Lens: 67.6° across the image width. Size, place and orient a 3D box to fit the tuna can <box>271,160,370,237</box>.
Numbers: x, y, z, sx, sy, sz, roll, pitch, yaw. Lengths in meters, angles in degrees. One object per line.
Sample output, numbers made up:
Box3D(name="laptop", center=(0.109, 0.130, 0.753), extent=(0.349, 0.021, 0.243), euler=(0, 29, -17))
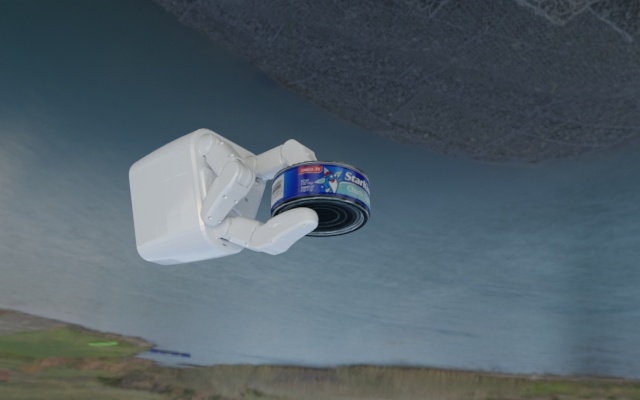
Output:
Box3D(name="tuna can", center=(0.000, 0.002, 0.410), extent=(0.086, 0.033, 0.086), euler=(0, -26, 0))
